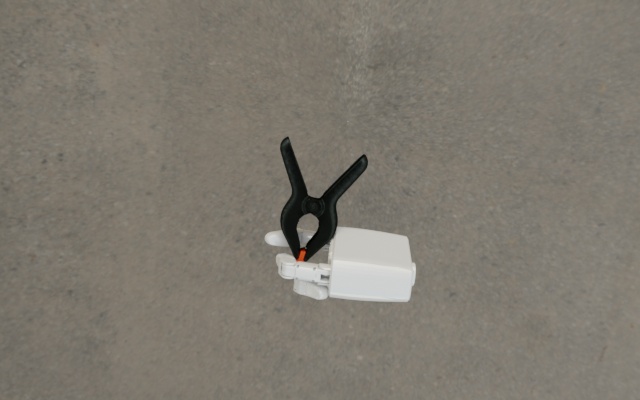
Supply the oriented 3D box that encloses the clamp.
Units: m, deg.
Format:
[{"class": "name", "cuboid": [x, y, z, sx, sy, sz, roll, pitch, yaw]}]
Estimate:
[{"class": "clamp", "cuboid": [0.000, 0.002, 0.654, 0.120, 0.171, 0.039, 5, 10, 3]}]
